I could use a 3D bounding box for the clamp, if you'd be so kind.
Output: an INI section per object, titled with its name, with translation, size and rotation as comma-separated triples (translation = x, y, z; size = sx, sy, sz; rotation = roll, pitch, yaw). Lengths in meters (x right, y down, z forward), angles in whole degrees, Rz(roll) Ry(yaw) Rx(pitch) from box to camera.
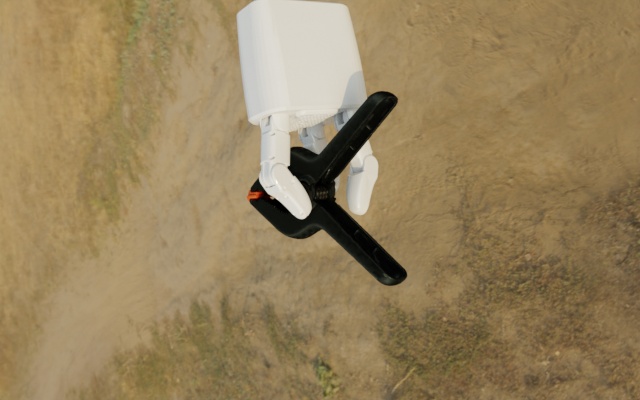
[clamp]
translation = -0.001, 0.001, 0.466
size = 0.036, 0.164, 0.210
rotation = -4, -5, -43
